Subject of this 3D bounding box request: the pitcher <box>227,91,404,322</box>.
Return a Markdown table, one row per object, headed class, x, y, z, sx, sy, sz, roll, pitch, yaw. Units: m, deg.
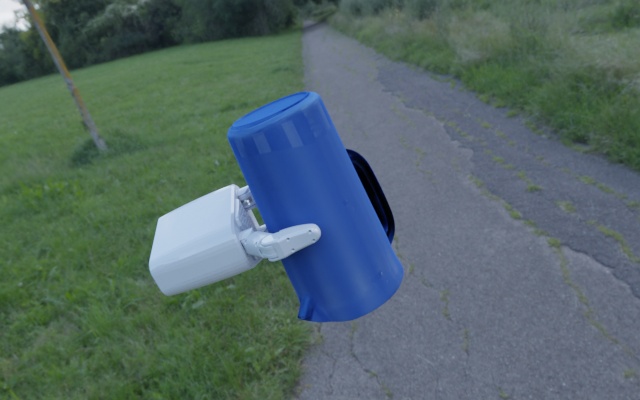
| class | x | y | z | sx | sy | sz | roll | pitch | yaw |
| --- | --- | --- | --- | --- | --- | --- | --- | --- | --- |
| pitcher | 0.000 | 0.002 | 0.549 | 0.145 | 0.243 | 0.149 | -21 | 20 | 7 |
